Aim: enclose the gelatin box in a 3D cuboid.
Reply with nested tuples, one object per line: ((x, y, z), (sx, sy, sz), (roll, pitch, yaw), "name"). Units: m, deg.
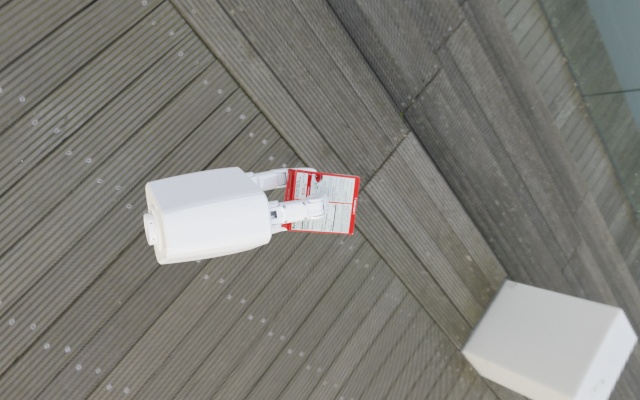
((0.001, 0.002, 0.584), (0.089, 0.073, 0.030), (5, 4, -23), "gelatin box")
